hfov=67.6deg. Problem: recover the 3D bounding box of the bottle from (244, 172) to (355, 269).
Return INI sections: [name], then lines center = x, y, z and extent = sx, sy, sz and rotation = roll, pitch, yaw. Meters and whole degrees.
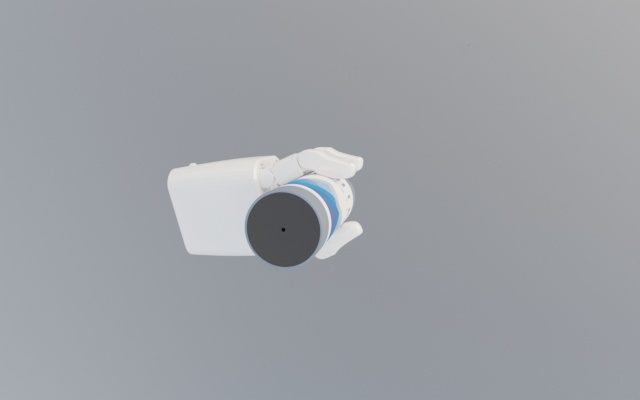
[bottle]
center = 0.000, 0.002, 0.526
extent = 0.069, 0.069, 0.295
rotation = 0, 9, 12
